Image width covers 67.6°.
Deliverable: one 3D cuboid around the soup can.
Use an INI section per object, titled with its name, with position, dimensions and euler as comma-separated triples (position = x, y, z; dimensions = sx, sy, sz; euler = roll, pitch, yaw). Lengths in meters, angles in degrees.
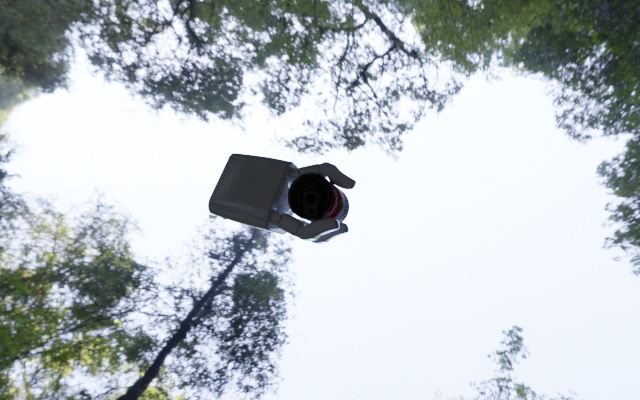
[soup can]
position = 0.001, 0.002, 0.718
dimensions = 0.068, 0.068, 0.102
euler = 0, -10, 18
